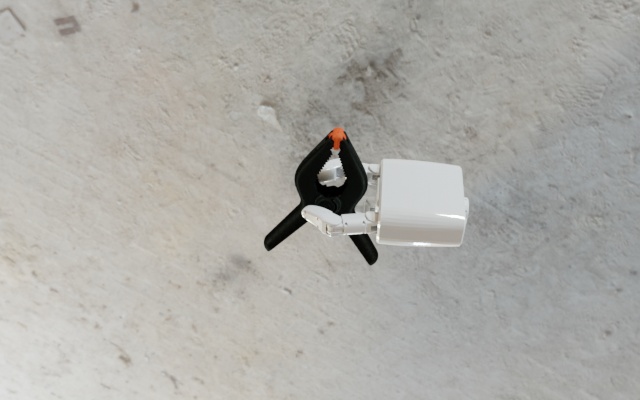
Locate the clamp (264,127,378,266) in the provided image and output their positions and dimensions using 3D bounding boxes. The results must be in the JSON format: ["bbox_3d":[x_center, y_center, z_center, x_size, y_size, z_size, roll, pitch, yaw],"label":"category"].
[{"bbox_3d":[0.000,0.002,0.636,0.164,0.210,0.036,2,36,3],"label":"clamp"}]
